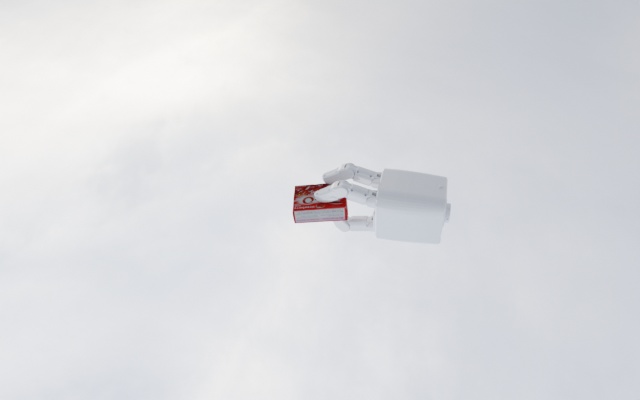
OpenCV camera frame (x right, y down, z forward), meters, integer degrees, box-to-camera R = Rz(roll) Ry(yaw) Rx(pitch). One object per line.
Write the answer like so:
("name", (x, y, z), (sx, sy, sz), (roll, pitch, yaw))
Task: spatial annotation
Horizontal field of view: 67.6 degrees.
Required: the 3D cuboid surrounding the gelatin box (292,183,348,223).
("gelatin box", (0.000, 0.003, 0.790), (0.089, 0.030, 0.073), (-4, 36, 3))
